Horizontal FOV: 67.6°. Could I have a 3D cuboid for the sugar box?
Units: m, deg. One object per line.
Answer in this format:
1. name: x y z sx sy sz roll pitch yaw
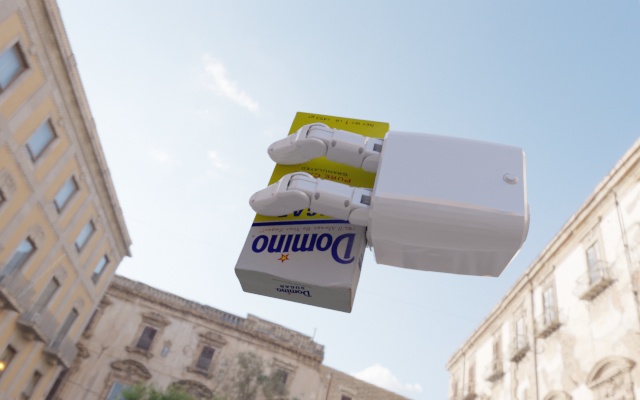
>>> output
1. sugar box: 0.000 0.001 0.411 0.093 0.176 0.048 8 -38 11
